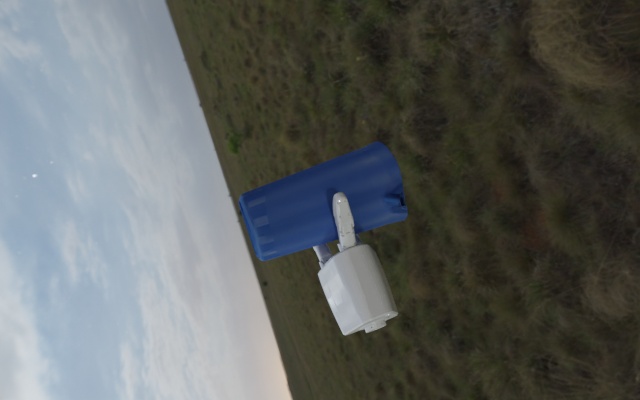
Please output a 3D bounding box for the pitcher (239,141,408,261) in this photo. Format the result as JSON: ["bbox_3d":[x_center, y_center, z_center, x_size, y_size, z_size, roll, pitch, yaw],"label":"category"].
[{"bbox_3d":[0.000,0.003,0.752,0.243,0.145,0.149,-18,-20,-10],"label":"pitcher"}]
